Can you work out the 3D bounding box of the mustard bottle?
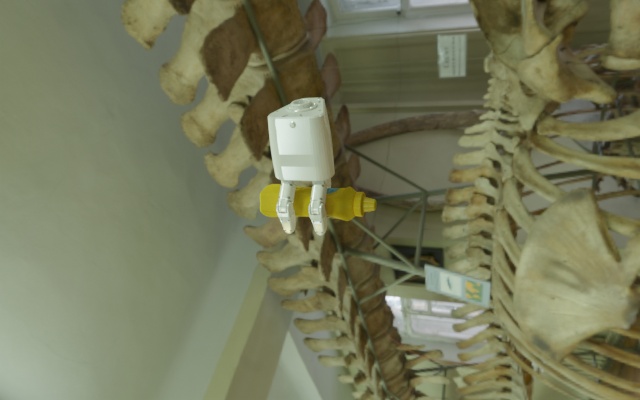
[{"bbox_3d":[0.000,0.003,0.818,0.191,0.058,0.096,2,4,18],"label":"mustard bottle"}]
